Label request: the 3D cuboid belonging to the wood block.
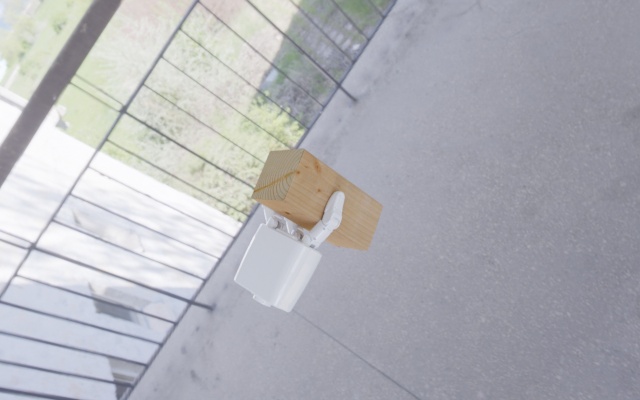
[{"bbox_3d":[0.000,0.003,0.806,0.091,0.090,0.206,4,-23,48],"label":"wood block"}]
